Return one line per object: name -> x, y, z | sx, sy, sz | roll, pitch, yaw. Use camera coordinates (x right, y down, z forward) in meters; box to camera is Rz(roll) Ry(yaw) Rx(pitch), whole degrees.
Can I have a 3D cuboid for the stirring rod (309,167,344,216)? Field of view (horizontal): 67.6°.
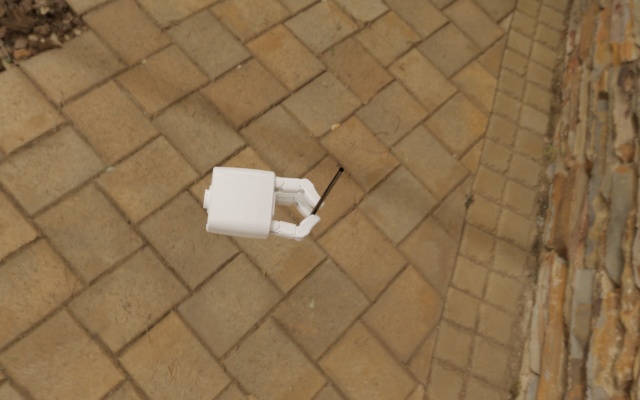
stirring rod -> 0.000, 0.003, 0.812 | 0.011, 0.011, 0.240 | 0, -24, -16
